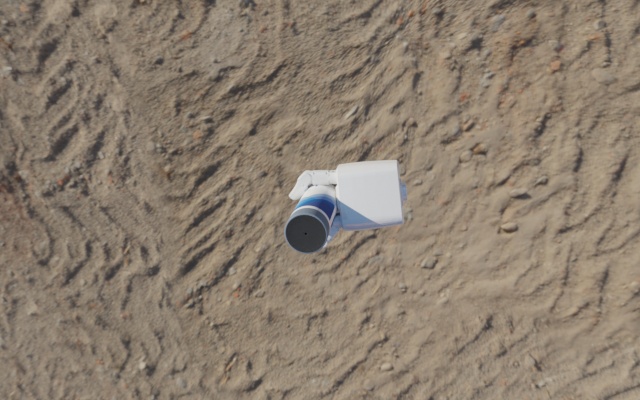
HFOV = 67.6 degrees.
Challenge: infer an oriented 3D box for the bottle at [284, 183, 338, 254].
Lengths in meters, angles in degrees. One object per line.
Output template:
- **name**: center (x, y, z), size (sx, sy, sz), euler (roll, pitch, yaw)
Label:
- **bottle**: center (0.000, 0.003, 0.852), size (0.069, 0.069, 0.295), euler (0, 19, 9)
